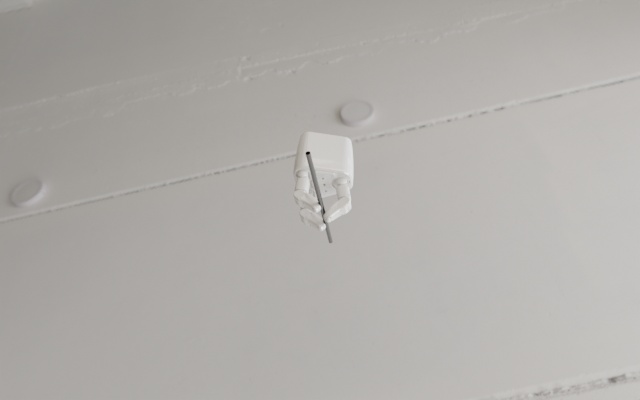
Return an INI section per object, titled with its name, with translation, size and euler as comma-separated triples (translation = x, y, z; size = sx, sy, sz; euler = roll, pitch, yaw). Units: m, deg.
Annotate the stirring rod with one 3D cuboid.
[stirring rod]
translation = 0.000, 0.003, 0.841
size = 0.011, 0.011, 0.240
euler = 0, -40, 12
